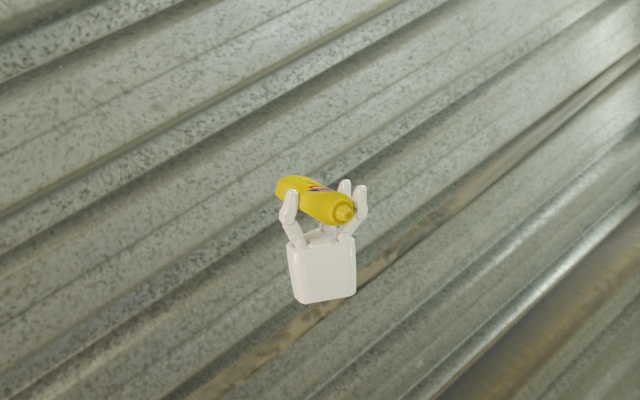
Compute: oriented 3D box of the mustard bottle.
[{"bbox_3d":[0.000,0.002,0.827,0.096,0.058,0.191,12,8,-30],"label":"mustard bottle"}]
